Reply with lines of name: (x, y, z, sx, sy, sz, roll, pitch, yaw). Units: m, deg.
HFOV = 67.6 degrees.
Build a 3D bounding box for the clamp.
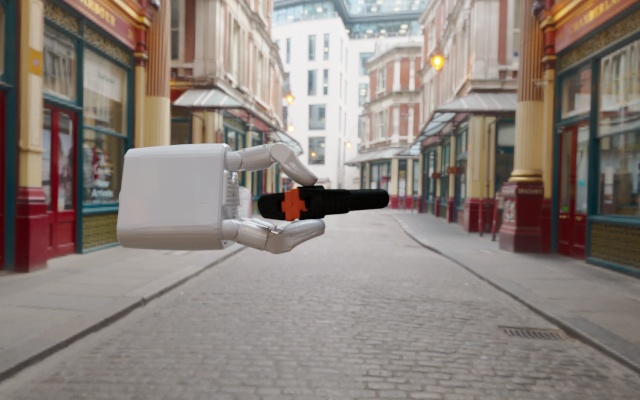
clamp: (0.000, 0.001, 0.510, 0.164, 0.036, 0.210, -4, 0, 2)
